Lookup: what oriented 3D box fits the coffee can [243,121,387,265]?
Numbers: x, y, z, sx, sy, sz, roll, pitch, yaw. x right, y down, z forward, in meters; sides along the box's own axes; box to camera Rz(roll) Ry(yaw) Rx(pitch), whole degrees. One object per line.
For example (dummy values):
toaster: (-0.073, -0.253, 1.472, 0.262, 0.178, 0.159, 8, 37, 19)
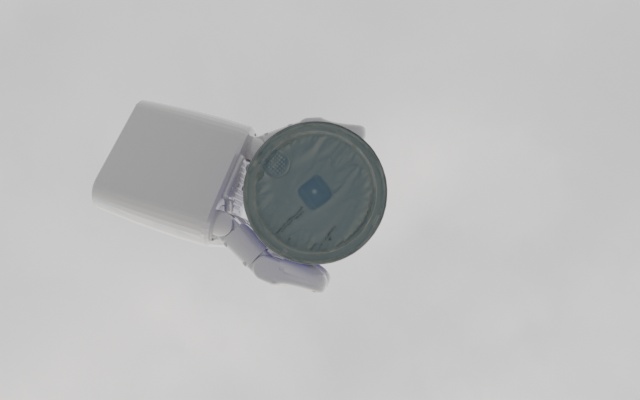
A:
coffee can: (0.000, 0.001, 0.405, 0.103, 0.103, 0.140, 0, -6, 4)
